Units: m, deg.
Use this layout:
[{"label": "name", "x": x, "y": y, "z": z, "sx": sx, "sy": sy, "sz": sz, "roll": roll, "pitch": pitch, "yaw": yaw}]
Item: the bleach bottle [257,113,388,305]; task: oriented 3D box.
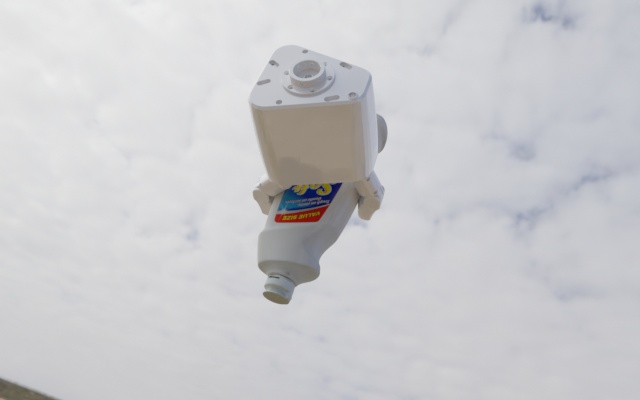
[{"label": "bleach bottle", "x": 0.000, "y": 0.002, "z": 0.546, "sx": 0.102, "sy": 0.250, "sz": 0.068, "roll": 11, "pitch": -34, "yaw": 14}]
